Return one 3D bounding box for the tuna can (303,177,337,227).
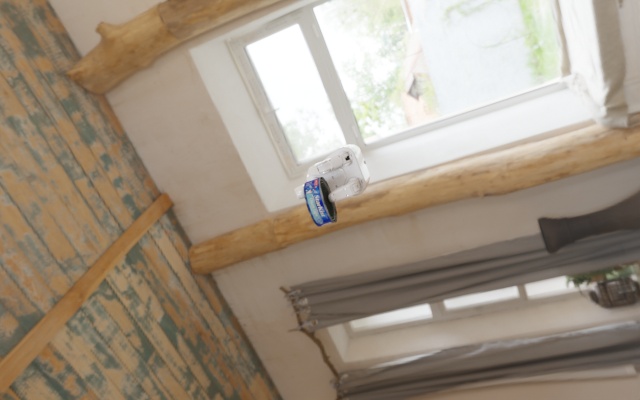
[{"bbox_3d":[0.000,0.003,0.857,0.034,0.086,0.086,-17,-4,13],"label":"tuna can"}]
